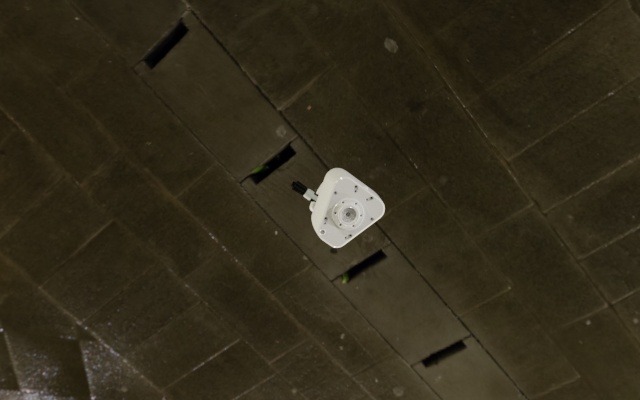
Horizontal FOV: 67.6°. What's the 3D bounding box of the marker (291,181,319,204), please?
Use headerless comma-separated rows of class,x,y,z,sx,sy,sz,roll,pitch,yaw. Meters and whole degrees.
marker,0.000,0.003,0.843,0.121,0.020,0.020,34,-6,-9
